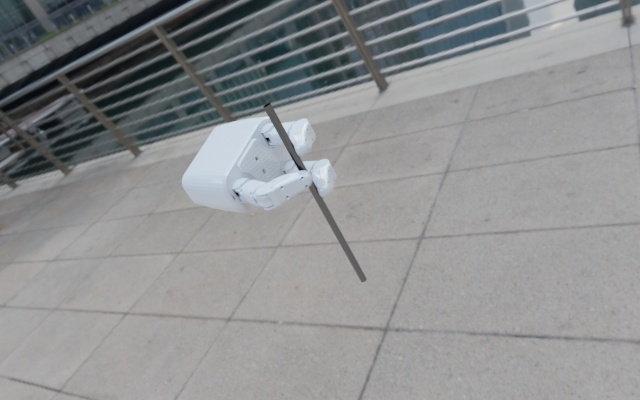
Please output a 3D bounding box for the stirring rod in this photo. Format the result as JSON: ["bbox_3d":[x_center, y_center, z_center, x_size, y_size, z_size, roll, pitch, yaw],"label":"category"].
[{"bbox_3d":[0.000,0.002,0.514,0.011,0.240,0.011,-22,29,13],"label":"stirring rod"}]
